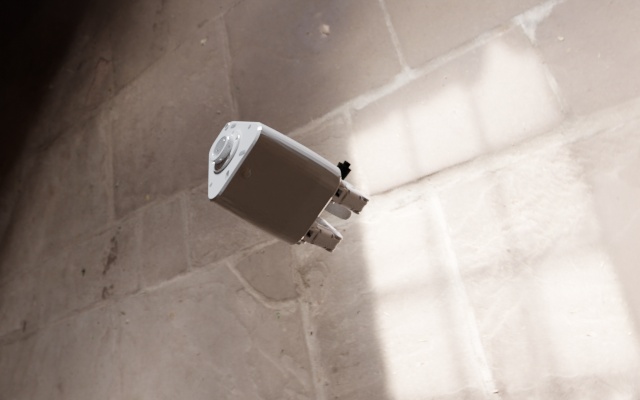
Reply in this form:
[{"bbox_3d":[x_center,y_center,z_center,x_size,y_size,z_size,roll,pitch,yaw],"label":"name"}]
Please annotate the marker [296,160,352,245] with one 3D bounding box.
[{"bbox_3d":[0.000,0.002,0.597,0.020,0.121,0.020,34,8,-5],"label":"marker"}]
